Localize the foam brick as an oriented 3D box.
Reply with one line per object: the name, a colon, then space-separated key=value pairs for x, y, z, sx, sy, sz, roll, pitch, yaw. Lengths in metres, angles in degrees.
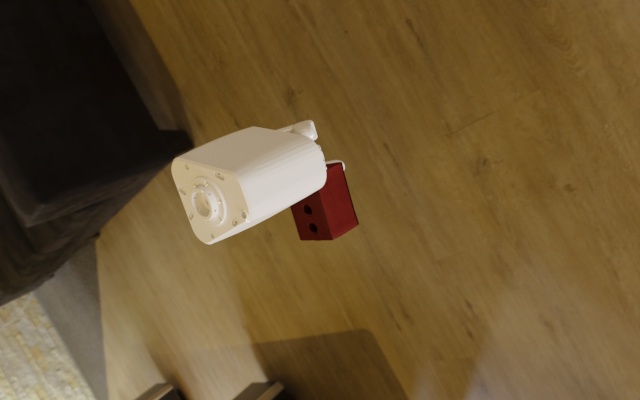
foam brick: x=0.000 y=0.002 z=0.542 sx=0.053 sy=0.078 sz=0.051 roll=-5 pitch=18 yaw=42
